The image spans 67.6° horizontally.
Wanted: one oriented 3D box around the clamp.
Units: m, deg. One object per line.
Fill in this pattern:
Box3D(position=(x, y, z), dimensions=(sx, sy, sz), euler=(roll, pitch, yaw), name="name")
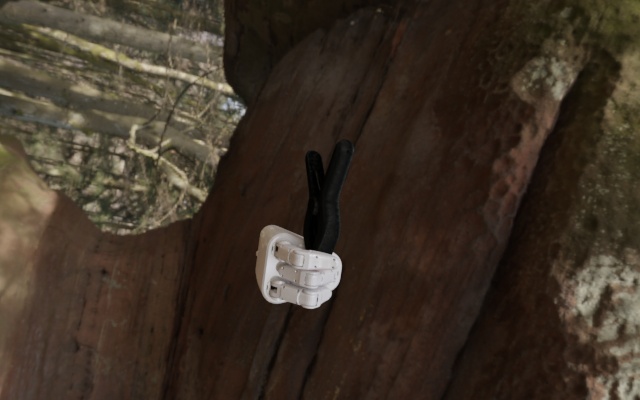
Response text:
Box3D(position=(0.001, 0.002, 0.651), dimensions=(0.039, 0.171, 0.120), euler=(10, 3, -18), name="clamp")
